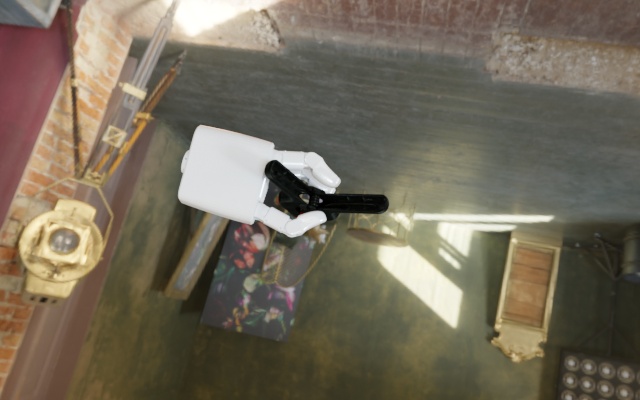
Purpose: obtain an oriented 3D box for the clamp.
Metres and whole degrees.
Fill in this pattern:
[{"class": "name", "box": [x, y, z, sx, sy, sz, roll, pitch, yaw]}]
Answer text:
[{"class": "clamp", "box": [0.000, 0.003, 0.683, 0.164, 0.036, 0.210, 17, -14, -2]}]
